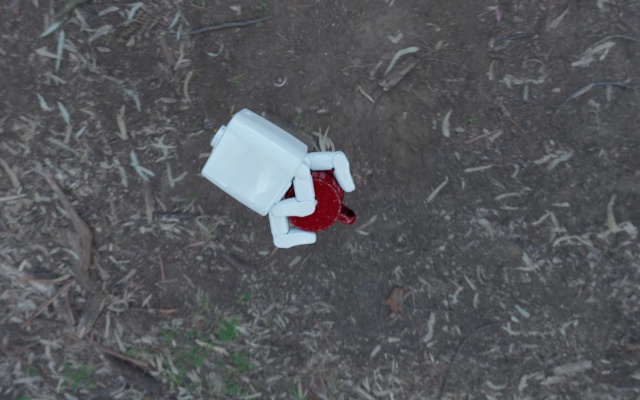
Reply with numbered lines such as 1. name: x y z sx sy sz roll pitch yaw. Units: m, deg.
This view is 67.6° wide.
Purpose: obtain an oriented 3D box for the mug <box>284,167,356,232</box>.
1. mug: 0.001 0.003 0.700 0.117 0.093 0.081 31 15 -8
